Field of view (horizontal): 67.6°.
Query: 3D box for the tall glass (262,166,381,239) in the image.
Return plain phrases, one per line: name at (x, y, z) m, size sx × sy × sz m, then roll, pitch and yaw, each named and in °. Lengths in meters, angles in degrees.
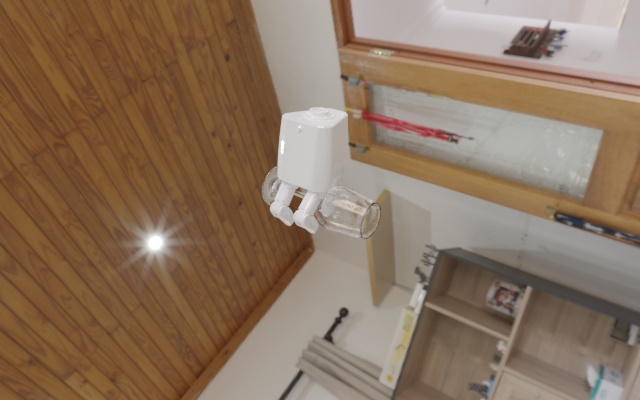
tall glass at (0.000, 0.003, 0.806) m, size 0.201 × 0.079 × 0.079 m, roll 21°, pitch 11°, yaw 31°
